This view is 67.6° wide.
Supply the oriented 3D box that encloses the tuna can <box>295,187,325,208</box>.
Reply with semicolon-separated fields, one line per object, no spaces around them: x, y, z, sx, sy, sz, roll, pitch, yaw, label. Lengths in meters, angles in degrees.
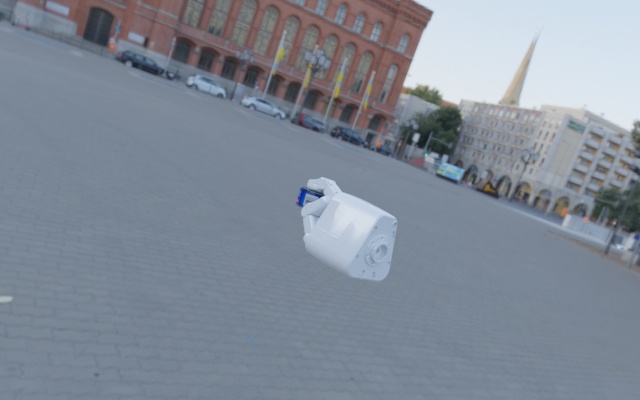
0.000;0.002;0.861;0.086;0.034;0.086;16;5;-1;tuna can
